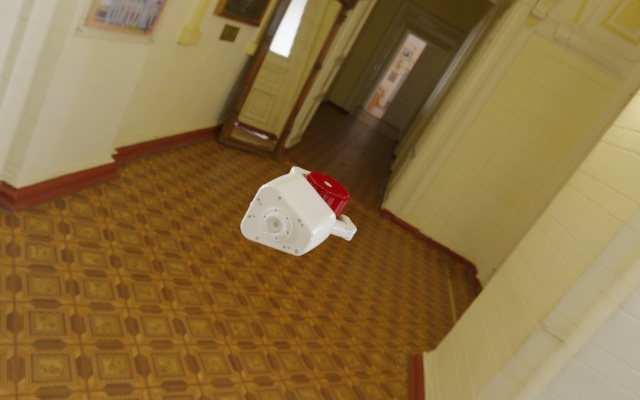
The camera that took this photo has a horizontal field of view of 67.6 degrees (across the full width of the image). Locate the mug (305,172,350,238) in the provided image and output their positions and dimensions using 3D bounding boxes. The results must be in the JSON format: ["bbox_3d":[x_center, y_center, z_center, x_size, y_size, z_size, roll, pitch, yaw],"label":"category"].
[{"bbox_3d":[0.001,0.002,0.824,0.093,0.081,0.117,34,19,9],"label":"mug"}]
